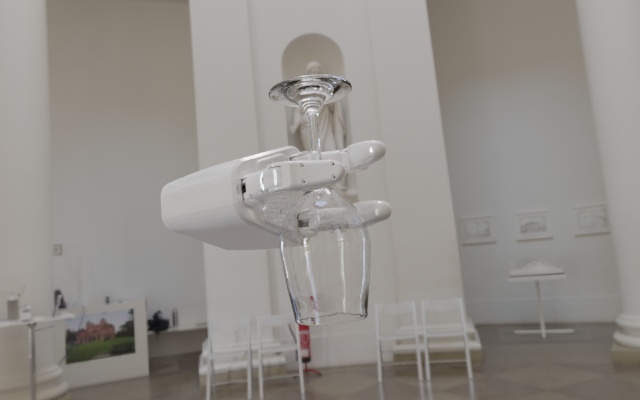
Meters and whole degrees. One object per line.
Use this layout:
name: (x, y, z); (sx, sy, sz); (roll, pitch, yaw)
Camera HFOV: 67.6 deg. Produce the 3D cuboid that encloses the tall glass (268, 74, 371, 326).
tall glass: (0.000, 0.001, 0.412); (0.079, 0.201, 0.079); (-6, -7, -1)
